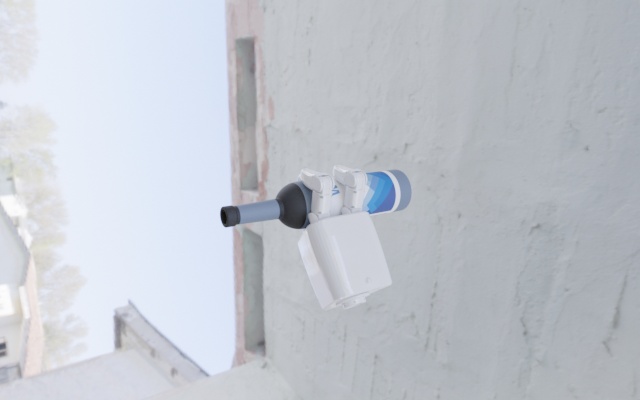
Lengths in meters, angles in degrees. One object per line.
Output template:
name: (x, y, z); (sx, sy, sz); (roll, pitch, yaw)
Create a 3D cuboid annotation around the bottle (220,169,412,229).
bottle: (0.000, 0.002, 0.682); (0.295, 0.069, 0.069); (-9, 5, -33)
